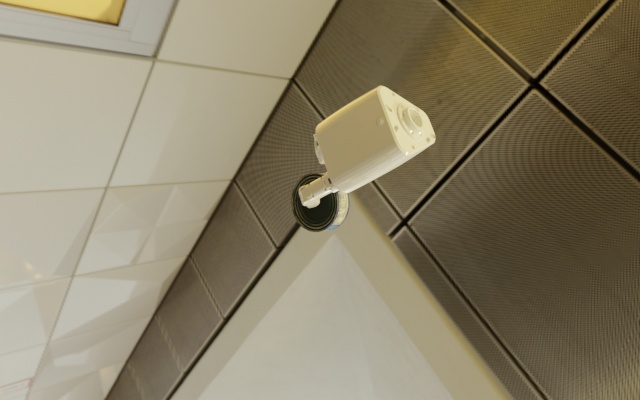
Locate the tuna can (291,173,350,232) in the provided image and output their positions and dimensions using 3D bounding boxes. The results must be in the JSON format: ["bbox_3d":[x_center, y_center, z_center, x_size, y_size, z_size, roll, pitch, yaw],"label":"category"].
[{"bbox_3d":[0.000,0.002,0.700,0.086,0.086,0.034,0,2,38],"label":"tuna can"}]
